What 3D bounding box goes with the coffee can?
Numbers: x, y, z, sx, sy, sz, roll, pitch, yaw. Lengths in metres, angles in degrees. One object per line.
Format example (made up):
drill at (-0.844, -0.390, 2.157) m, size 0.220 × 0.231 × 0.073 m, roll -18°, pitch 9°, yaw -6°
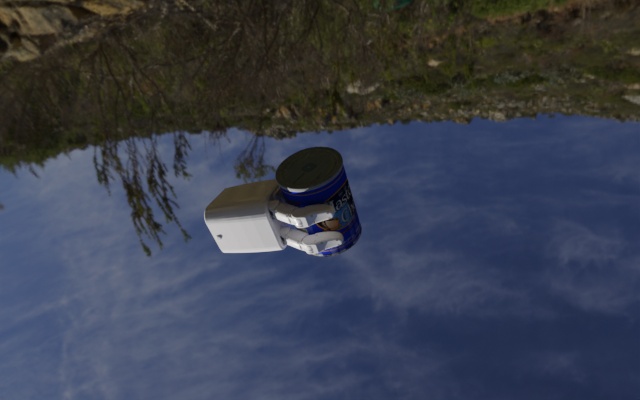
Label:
coffee can at (0.000, 0.002, 0.742) m, size 0.103 × 0.140 × 0.102 m, roll -12°, pitch 38°, yaw 9°
